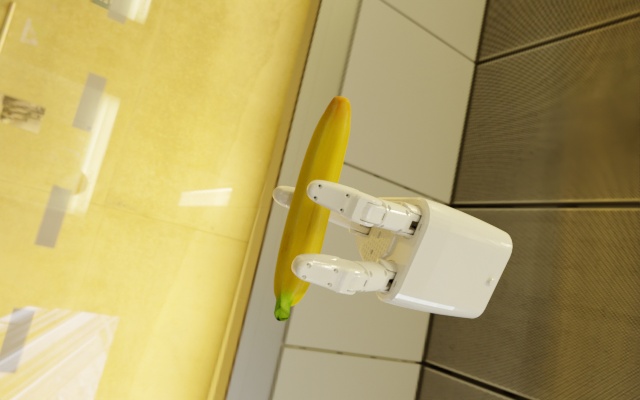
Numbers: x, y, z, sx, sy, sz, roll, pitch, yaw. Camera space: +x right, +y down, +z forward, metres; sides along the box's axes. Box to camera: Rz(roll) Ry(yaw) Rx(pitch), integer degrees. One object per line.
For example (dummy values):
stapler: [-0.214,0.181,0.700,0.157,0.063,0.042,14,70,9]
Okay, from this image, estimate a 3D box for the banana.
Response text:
banana: [-0.006,0.007,0.423,0.037,0.197,0.069,17,-13,-14]
